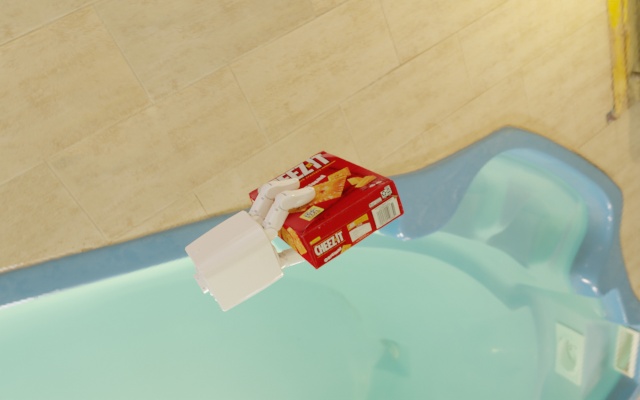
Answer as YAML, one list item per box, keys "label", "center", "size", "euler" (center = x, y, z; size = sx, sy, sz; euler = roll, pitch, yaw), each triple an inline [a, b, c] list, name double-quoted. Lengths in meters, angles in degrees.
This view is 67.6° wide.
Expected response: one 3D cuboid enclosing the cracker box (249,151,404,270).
- label: "cracker box"
  center: [0.000, 0.003, 0.762]
  size: [0.164, 0.072, 0.213]
  euler: [-31, 30, -17]
